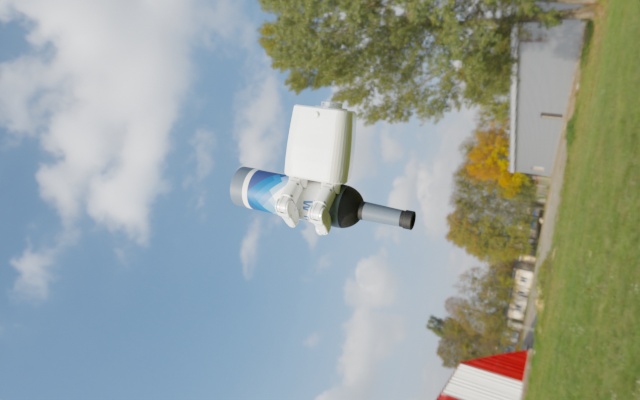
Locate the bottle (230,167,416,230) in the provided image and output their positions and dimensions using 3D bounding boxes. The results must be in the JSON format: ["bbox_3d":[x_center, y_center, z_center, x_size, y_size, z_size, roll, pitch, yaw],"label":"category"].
[{"bbox_3d":[0.000,0.002,0.738,0.295,0.069,0.069,11,5,24],"label":"bottle"}]
